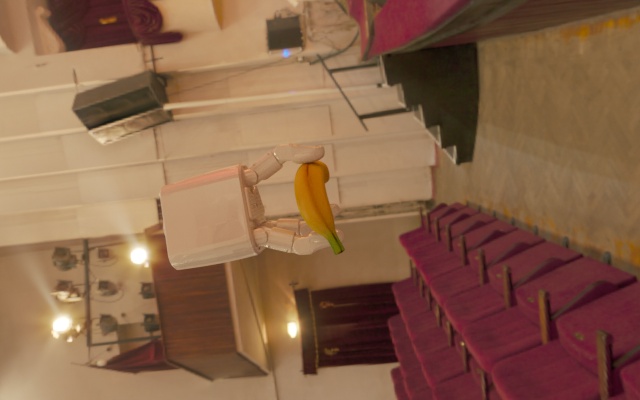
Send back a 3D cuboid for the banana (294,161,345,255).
[{"bbox_3d":[-0.007,-0.012,0.577,0.037,0.070,0.197,-20,28,8],"label":"banana"}]
